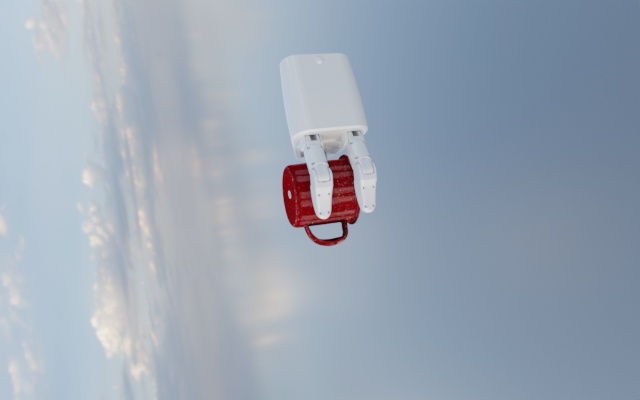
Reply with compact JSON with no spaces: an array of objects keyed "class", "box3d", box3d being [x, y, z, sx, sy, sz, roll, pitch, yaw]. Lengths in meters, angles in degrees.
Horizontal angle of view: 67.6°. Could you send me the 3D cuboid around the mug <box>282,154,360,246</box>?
[{"class":"mug","box3d":[0.000,0.003,0.614,0.081,0.117,0.093,-7,-14,-16]}]
